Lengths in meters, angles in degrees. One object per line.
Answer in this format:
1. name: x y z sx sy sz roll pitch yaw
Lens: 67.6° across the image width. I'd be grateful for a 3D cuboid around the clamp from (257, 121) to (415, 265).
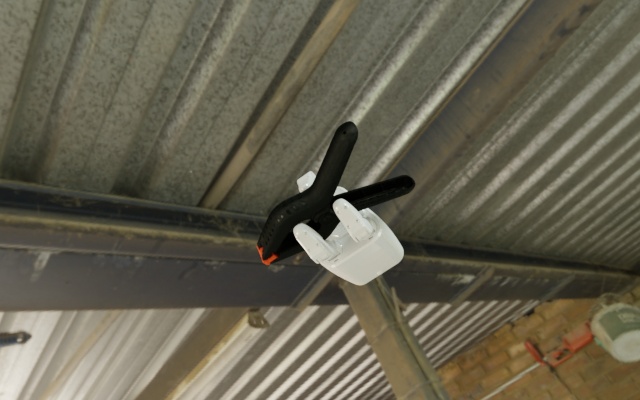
1. clamp: -0.001 0.002 0.568 0.210 0.036 0.165 -35 -38 10
